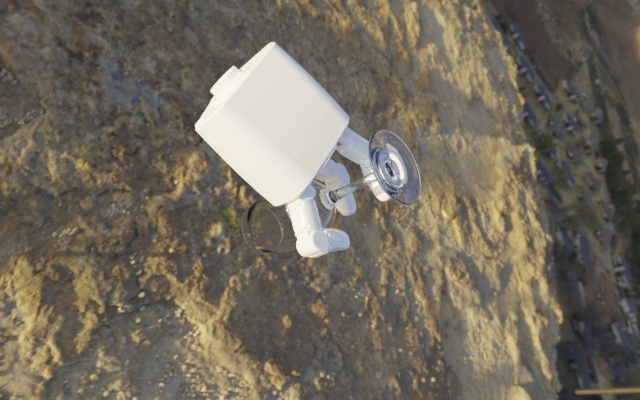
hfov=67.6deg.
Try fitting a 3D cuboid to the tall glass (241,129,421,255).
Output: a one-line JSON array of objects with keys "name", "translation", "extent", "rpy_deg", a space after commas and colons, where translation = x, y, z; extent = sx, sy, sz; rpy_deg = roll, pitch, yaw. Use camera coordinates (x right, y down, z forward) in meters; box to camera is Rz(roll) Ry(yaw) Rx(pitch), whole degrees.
[{"name": "tall glass", "translation": [0.001, 0.002, 0.499], "extent": [0.201, 0.079, 0.079], "rpy_deg": [-26, -17, 40]}]
